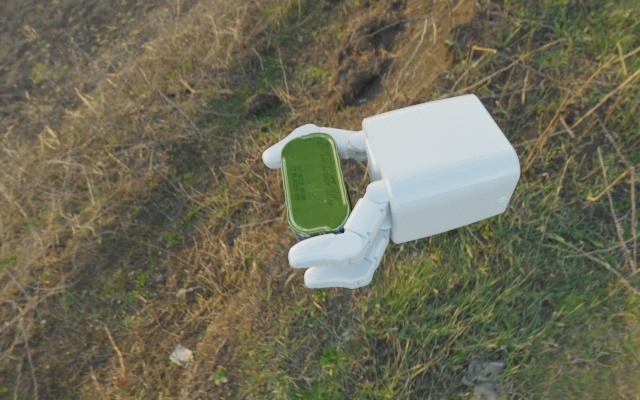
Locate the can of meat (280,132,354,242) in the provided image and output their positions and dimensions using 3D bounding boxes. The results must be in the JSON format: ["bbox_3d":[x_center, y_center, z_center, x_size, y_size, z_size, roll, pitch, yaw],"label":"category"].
[{"bbox_3d":[0.000,0.001,0.433,0.057,0.102,0.084,-12,-28,3],"label":"can of meat"}]
